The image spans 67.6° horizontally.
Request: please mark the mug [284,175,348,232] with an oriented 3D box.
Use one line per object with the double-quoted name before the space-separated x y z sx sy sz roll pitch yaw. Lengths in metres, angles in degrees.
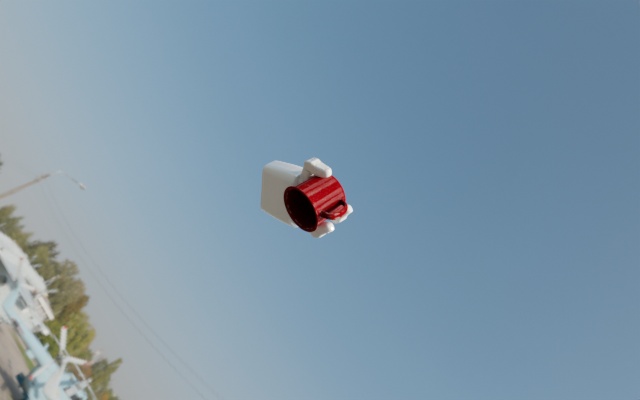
"mug" 0.001 0.003 0.875 0.081 0.093 0.117 -31 37 -33
